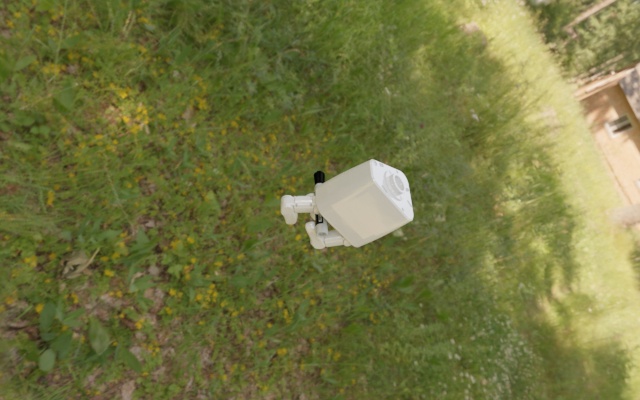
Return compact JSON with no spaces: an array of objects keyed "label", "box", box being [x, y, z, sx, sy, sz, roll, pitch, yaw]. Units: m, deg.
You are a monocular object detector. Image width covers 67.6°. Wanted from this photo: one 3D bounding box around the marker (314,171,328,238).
[{"label":"marker","box":[0.000,0.002,0.756,0.020,0.121,0.020,-1,-35,-1]}]
